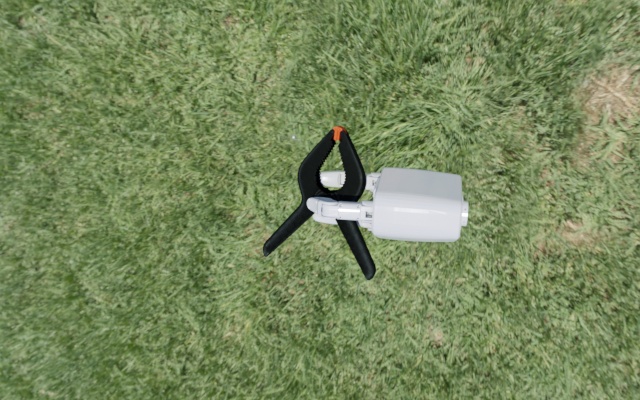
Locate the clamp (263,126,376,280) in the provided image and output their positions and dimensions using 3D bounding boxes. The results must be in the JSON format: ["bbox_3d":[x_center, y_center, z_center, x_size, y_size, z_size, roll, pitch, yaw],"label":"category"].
[{"bbox_3d":[0.000,0.002,0.660,0.164,0.210,0.036,4,11,11],"label":"clamp"}]
